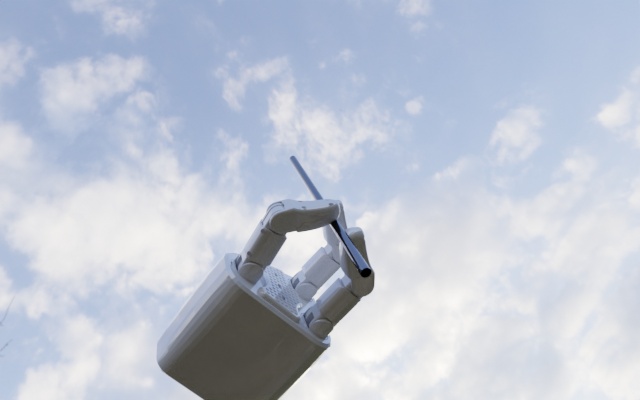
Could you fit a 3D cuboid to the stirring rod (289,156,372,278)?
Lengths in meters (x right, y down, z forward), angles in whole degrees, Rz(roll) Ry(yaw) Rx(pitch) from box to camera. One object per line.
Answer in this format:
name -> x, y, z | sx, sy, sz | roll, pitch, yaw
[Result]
stirring rod -> 0.000, 0.001, 0.433 | 0.011, 0.011, 0.239 | 0, 24, -16
